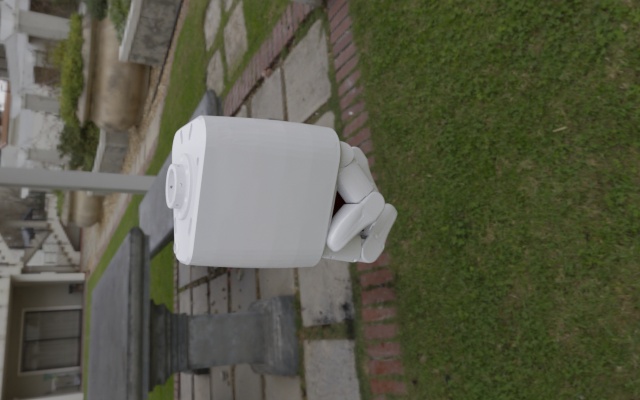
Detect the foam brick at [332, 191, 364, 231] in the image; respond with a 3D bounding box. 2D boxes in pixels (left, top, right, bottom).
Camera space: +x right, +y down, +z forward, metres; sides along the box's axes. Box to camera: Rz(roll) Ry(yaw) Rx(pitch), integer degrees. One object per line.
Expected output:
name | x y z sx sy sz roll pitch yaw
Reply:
foam brick | 0.000 0.002 0.443 0.051 0.053 0.078 2 -3 -29
